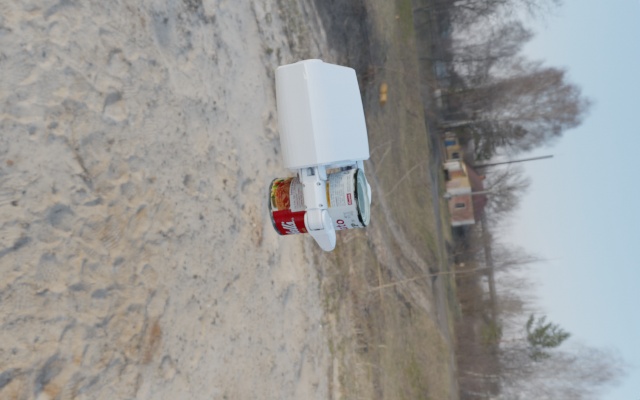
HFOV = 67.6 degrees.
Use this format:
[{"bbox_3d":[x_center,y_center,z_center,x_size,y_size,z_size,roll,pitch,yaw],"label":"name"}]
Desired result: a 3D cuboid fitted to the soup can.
[{"bbox_3d":[0.000,0.002,0.544,0.102,0.068,0.068,-7,-2,16],"label":"soup can"}]
